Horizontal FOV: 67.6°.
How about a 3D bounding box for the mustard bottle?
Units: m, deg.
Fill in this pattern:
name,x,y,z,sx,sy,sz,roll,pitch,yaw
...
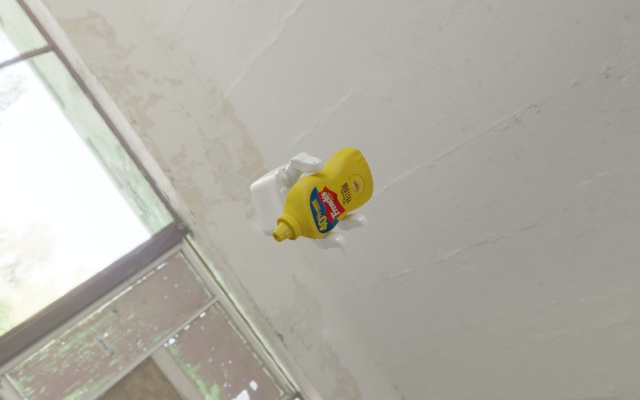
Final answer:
name,x,y,z,sx,sy,sz,roll,pitch,yaw
mustard bottle,0.001,0.002,0.731,0.058,0.096,0.191,16,43,44
